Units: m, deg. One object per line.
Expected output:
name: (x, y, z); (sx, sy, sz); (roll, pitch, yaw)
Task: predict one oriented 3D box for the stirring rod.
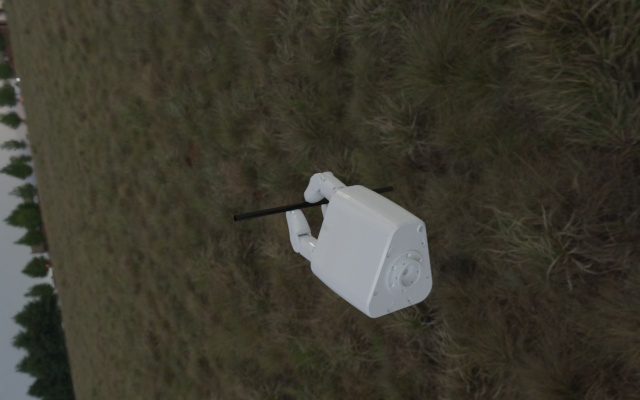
stirring rod: (0.000, 0.002, 0.630); (0.239, 0.011, 0.011); (-11, 5, -30)
